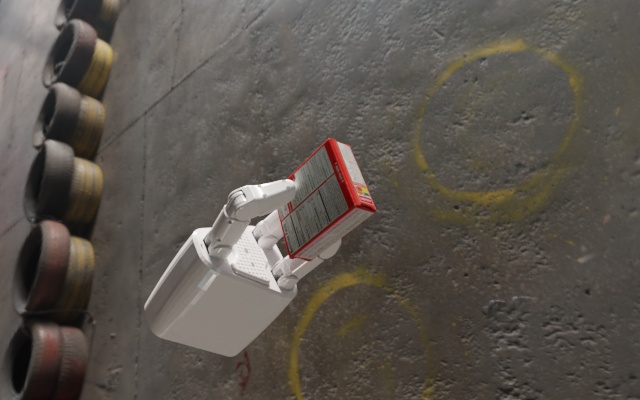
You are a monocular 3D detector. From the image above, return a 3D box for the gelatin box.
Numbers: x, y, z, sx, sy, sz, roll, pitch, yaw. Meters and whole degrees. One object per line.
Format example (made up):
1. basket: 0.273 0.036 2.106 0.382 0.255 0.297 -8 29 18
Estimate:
1. gelatin box: 0.000 0.001 0.425 0.030 0.073 0.089 14 -44 -42
